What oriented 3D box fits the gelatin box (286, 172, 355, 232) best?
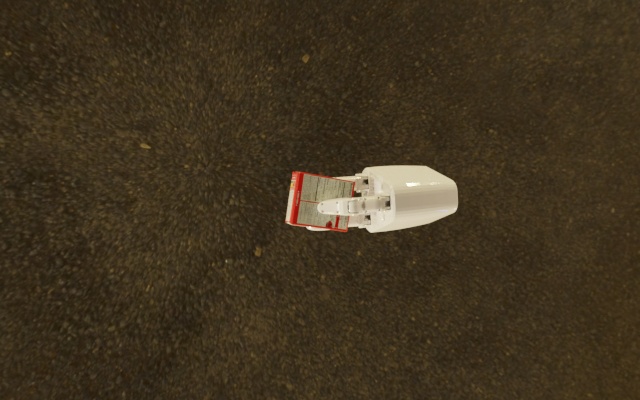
[{"bbox_3d":[0.000,0.002,0.672,0.089,0.073,0.030,9,0,-23],"label":"gelatin box"}]
